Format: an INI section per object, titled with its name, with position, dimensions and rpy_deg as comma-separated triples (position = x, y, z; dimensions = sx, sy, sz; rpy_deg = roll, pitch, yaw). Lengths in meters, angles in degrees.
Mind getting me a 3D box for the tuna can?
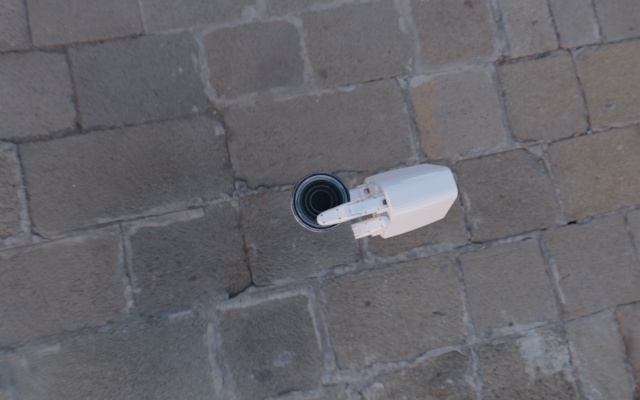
[tuna can]
position = 0.000, 0.002, 0.685
dimensions = 0.086, 0.086, 0.034
rpy_deg = 0, -5, -4
